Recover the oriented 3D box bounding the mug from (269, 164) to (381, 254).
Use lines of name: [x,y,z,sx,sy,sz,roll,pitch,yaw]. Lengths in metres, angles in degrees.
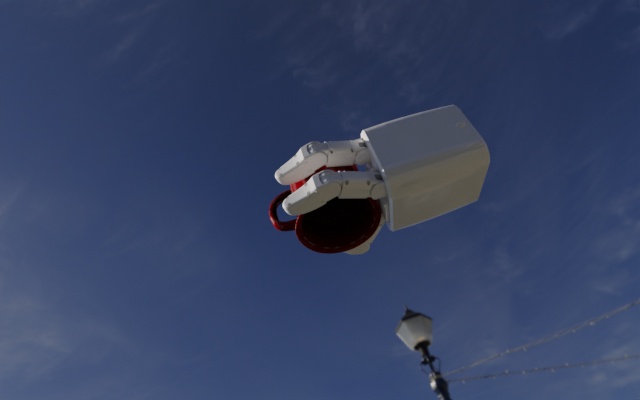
mug: [-0.001,0.002,0.531,0.117,0.093,0.081,-17,44,0]
